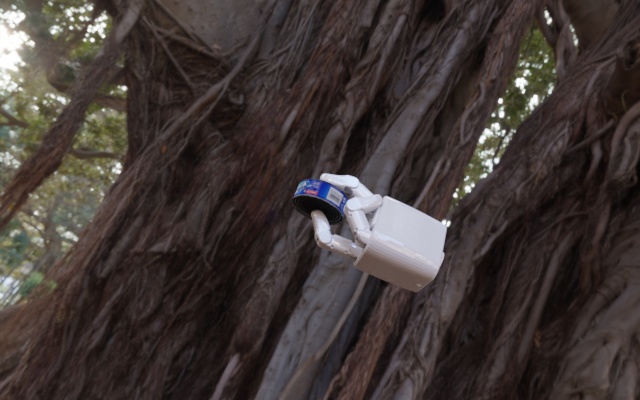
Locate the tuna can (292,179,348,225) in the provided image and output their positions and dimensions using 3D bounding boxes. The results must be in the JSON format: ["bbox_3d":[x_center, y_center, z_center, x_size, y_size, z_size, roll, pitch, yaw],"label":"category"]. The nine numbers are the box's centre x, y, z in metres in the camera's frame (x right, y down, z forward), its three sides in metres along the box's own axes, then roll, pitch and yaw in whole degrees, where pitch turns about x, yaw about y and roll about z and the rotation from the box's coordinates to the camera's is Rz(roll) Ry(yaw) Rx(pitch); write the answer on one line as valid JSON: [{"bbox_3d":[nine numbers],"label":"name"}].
[{"bbox_3d":[0.000,0.002,0.752,0.086,0.033,0.086,18,-26,9],"label":"tuna can"}]
